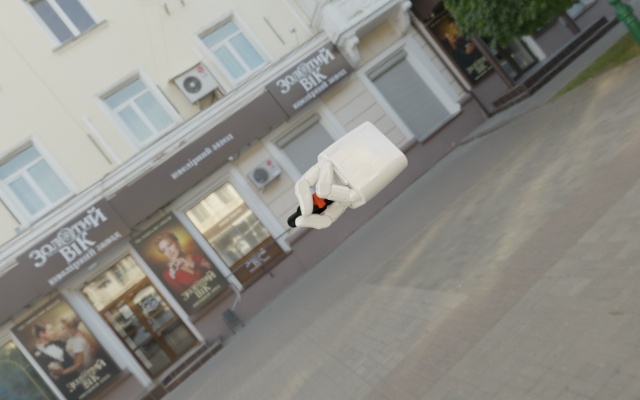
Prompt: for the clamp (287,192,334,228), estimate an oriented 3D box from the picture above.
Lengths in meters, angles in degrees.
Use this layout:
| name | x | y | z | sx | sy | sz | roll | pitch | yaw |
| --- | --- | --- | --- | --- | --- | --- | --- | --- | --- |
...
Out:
| name | x | y | z | sx | sy | sz | roll | pitch | yaw |
| --- | --- | --- | --- | --- | --- | --- | --- | --- | --- |
| clamp | 0.000 | 0.002 | 0.876 | 0.120 | 0.039 | 0.171 | -38 | 1 | -15 |
